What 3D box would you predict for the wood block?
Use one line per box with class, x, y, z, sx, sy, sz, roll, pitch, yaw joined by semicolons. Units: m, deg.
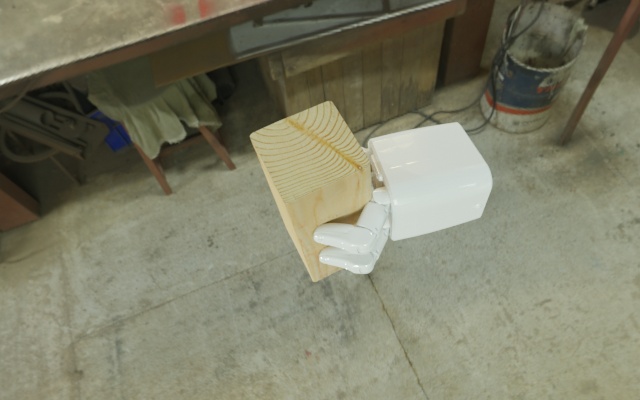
wood block;0.000;0.001;0.535;0.090;0.090;0.206;-25;-30;-7
